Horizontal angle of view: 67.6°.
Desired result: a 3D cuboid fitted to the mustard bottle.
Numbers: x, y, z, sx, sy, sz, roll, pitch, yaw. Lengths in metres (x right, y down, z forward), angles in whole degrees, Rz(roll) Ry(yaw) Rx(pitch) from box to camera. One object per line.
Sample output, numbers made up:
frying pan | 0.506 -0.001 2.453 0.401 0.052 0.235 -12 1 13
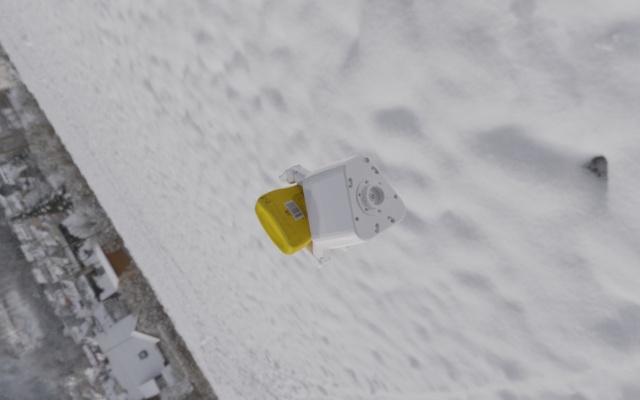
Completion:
mustard bottle | 0.000 0.003 0.745 0.191 0.096 0.058 -28 -19 -31
